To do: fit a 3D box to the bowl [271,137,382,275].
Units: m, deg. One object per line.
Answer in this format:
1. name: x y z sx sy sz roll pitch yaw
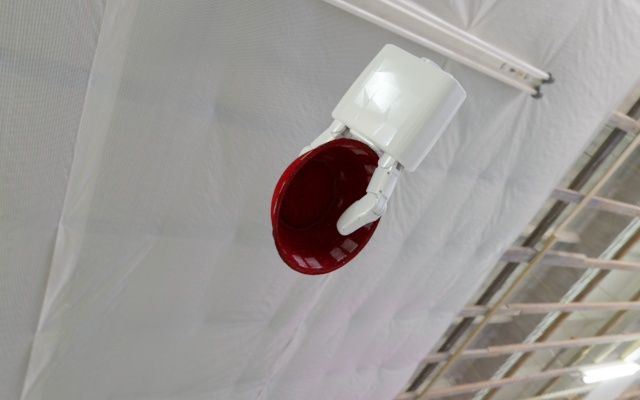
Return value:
1. bowl: -0.001 0.003 0.548 0.162 0.162 0.055 0 19 -40
